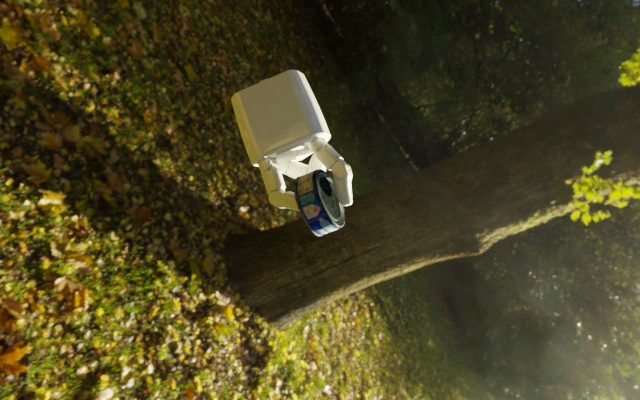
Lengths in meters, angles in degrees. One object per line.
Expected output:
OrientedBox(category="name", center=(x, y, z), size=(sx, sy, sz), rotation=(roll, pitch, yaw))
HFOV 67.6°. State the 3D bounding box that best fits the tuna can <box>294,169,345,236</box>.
OrientedBox(category="tuna can", center=(0.001, 0.002, 0.637), size=(0.034, 0.086, 0.086), rotation=(-21, -7, 19))
